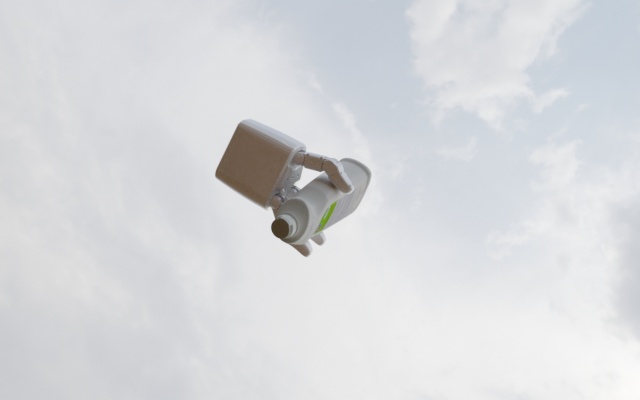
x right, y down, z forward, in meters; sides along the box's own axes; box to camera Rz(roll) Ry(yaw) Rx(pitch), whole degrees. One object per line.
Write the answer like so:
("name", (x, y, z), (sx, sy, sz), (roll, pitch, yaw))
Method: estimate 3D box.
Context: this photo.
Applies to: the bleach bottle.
("bleach bottle", (0.000, 0.003, 0.734), (0.068, 0.103, 0.250), (28, 22, 16))
